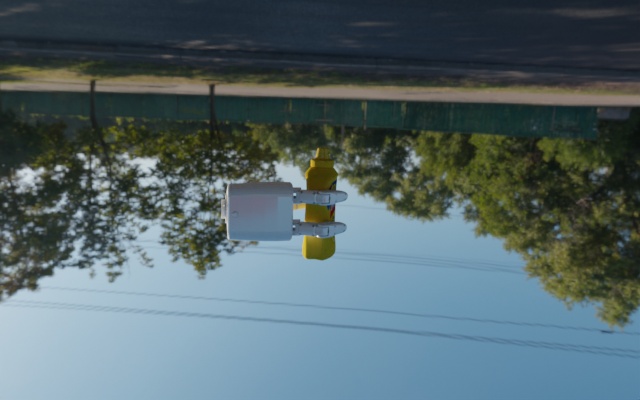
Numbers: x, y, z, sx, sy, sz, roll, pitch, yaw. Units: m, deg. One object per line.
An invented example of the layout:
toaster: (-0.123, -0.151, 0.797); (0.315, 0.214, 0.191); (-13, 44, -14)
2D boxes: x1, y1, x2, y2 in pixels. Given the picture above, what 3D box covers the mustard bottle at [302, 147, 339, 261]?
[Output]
mustard bottle: (0.000, 0.003, 0.844); (0.058, 0.191, 0.096); (4, 9, 12)
